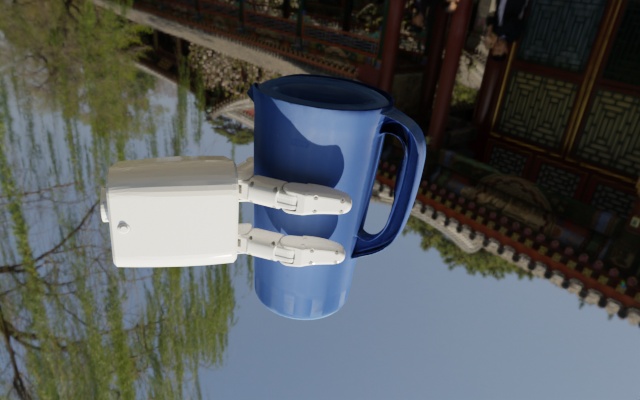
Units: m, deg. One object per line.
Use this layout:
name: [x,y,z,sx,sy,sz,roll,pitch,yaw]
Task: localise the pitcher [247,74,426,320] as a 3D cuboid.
pitcher: [0.000,0.002,0.491,0.145,0.243,0.149,-3,27,-19]
